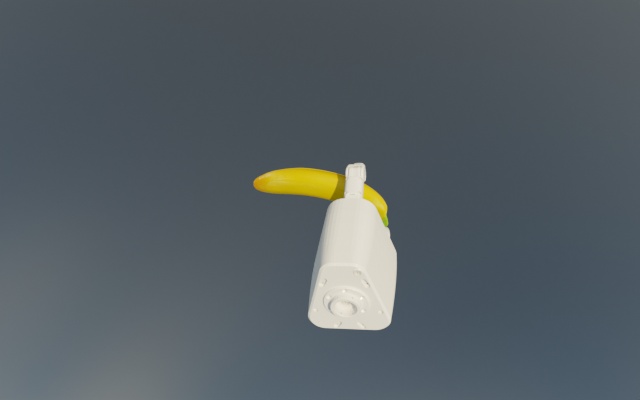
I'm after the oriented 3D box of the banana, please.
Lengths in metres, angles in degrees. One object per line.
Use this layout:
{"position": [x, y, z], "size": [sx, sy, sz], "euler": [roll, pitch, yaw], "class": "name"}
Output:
{"position": [0.009, -0.010, 0.642], "size": [0.198, 0.070, 0.037], "euler": [18, 41, -5], "class": "banana"}
